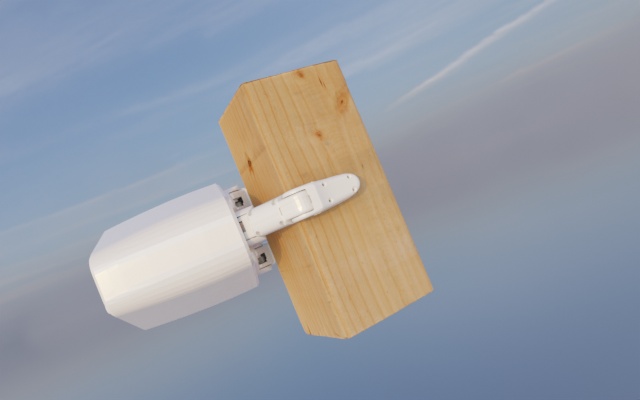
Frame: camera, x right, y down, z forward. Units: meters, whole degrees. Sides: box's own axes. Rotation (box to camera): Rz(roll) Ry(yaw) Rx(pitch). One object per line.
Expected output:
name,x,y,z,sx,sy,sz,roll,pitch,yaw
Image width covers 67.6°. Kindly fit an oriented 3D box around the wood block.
wood block,0.000,0.001,0.409,0.090,0.206,0.091,-22,-2,-26
